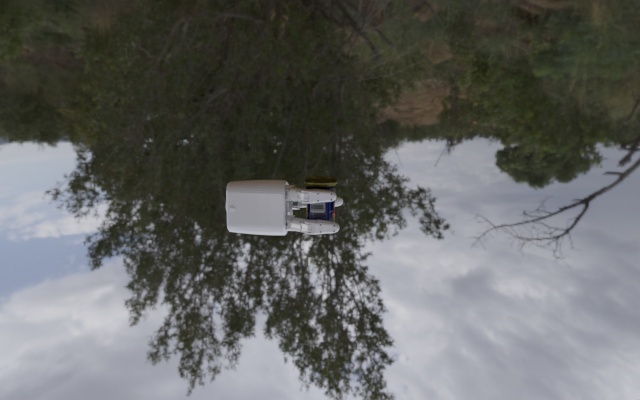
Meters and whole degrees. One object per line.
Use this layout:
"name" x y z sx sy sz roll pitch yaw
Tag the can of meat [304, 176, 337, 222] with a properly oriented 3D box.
"can of meat" 0.000 0.003 0.876 0.057 0.084 0.102 1 9 0
